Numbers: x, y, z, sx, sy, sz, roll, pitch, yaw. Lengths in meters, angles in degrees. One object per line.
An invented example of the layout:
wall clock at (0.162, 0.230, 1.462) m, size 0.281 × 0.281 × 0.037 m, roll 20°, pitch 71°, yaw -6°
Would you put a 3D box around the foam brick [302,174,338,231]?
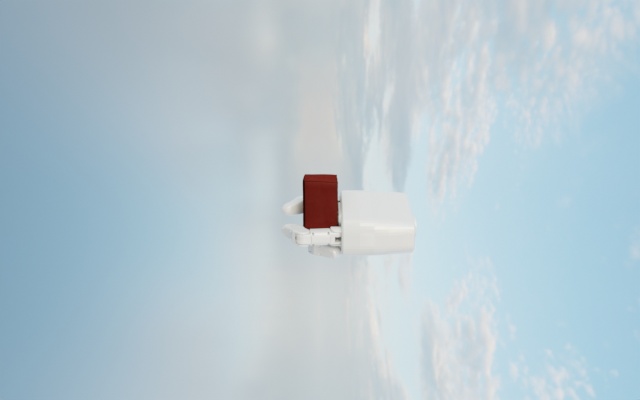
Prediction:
foam brick at (0.000, 0.002, 0.713) m, size 0.051 × 0.078 × 0.053 m, roll 0°, pitch 16°, yaw 1°
